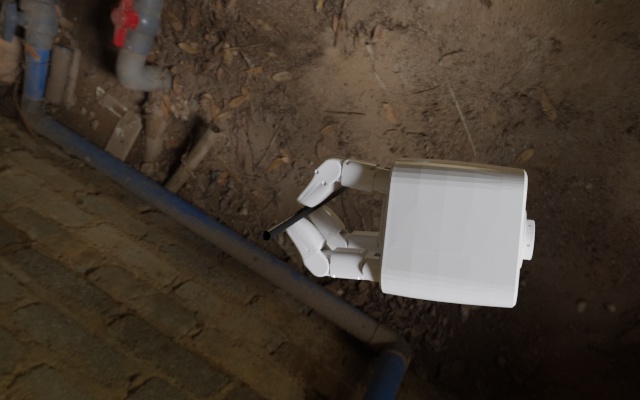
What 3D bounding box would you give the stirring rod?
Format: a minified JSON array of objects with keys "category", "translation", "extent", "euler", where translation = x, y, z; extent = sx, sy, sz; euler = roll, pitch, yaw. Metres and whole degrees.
[{"category":"stirring rod","translation":[0.000,0.002,0.471],"extent":[0.011,0.011,0.239],"euler":[0,12,21]}]
